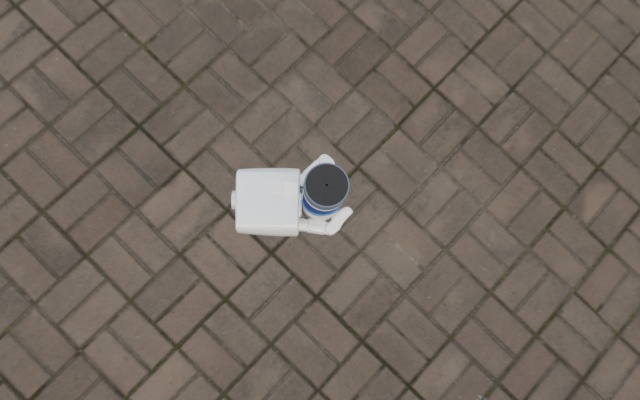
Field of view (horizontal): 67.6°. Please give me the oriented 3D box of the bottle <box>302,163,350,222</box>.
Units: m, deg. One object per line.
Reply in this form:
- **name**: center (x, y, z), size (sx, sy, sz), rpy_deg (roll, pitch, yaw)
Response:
- **bottle**: center (0.000, 0.003, 0.830), size (0.069, 0.069, 0.296), rpy_deg (0, -10, -4)
